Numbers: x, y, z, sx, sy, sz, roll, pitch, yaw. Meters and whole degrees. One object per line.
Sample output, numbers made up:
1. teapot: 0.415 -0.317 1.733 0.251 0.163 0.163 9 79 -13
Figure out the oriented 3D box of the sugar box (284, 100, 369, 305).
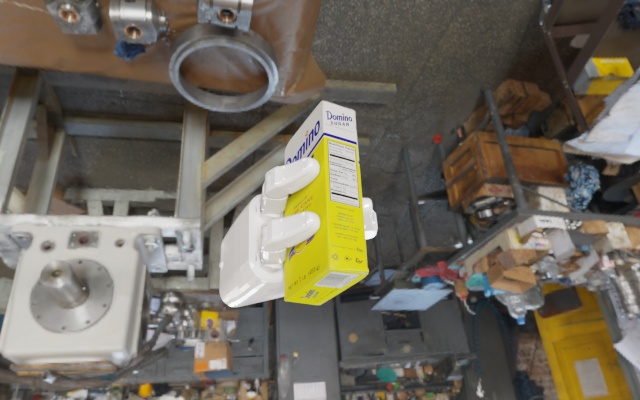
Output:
1. sugar box: 0.000 0.002 0.461 0.048 0.176 0.093 11 -32 -27
